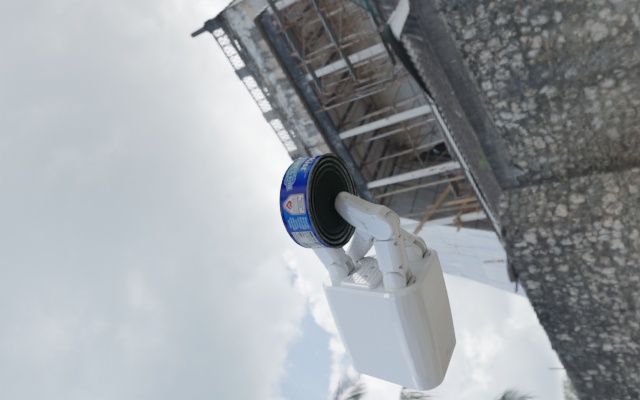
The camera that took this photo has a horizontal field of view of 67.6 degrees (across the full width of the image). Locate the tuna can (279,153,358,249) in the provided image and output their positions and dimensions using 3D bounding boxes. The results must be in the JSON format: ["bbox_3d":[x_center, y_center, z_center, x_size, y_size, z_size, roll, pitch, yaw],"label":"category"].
[{"bbox_3d":[0.000,0.001,0.435,0.034,0.086,0.086,-5,-3,32],"label":"tuna can"}]
